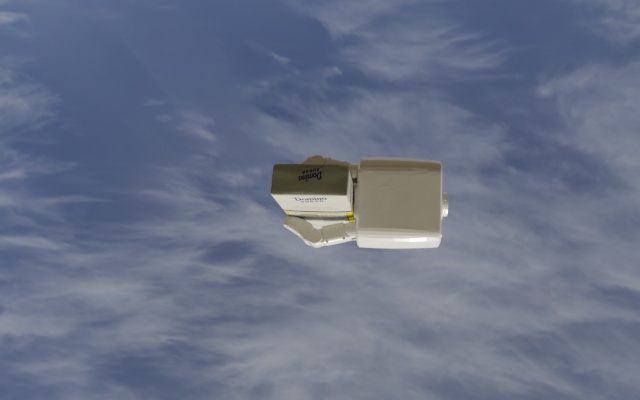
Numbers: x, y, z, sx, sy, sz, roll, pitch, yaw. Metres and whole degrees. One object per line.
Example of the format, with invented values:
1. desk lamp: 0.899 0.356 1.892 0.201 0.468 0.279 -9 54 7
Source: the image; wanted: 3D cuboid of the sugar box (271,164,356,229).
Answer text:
1. sugar box: 0.000 0.002 0.635 0.093 0.048 0.176 1 -20 9
